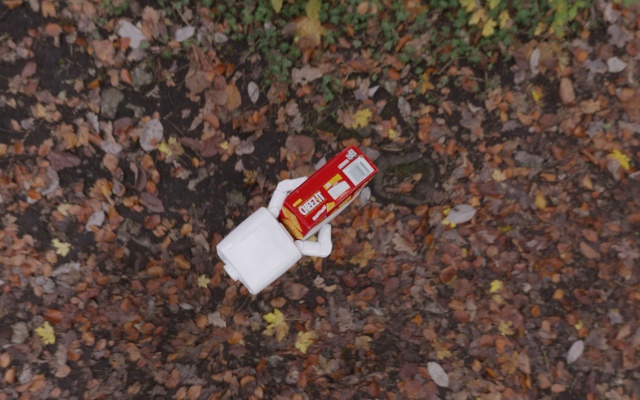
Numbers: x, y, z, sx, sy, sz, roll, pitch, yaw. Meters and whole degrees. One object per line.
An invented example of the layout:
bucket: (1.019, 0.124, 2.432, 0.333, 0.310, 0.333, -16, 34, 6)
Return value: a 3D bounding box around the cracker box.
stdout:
cracker box: (0.000, 0.003, 0.880, 0.164, 0.072, 0.214, -40, -6, -18)
